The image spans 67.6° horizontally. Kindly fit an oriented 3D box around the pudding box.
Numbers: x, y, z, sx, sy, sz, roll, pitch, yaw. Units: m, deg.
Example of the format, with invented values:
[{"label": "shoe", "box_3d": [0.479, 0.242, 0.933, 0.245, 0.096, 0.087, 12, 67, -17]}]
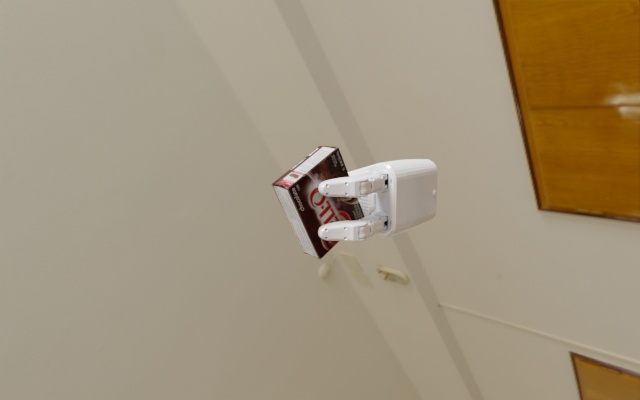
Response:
[{"label": "pudding box", "box_3d": [0.000, 0.002, 0.594, 0.039, 0.113, 0.090, 12, 45, 47]}]
